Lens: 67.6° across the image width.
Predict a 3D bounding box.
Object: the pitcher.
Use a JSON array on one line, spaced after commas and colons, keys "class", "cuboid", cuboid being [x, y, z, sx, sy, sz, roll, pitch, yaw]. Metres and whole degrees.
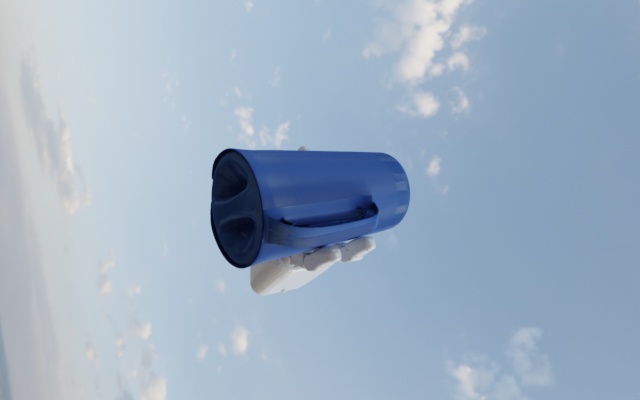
[{"class": "pitcher", "cuboid": [0.000, 0.002, 0.586, 0.243, 0.149, 0.145, -7, -25, -36]}]
